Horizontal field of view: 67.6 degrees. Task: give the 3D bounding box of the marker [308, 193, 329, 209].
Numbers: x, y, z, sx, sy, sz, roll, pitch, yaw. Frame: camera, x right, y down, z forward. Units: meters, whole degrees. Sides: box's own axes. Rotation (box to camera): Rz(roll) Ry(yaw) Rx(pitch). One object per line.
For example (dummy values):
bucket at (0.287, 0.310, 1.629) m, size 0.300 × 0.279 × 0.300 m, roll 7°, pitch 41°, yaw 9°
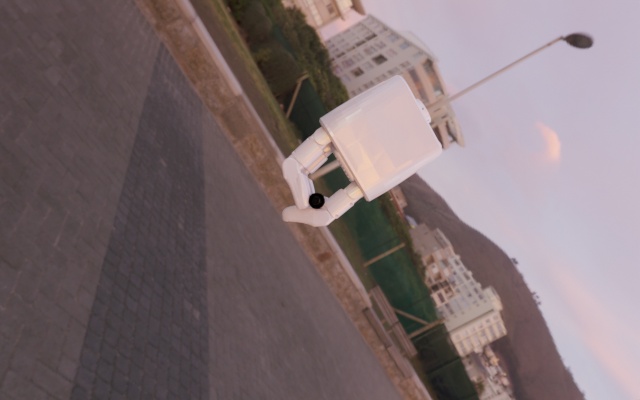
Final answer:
marker at (0.000, 0.002, 0.595) m, size 0.020 × 0.020 × 0.121 m, roll 0°, pitch -2°, yaw 5°
